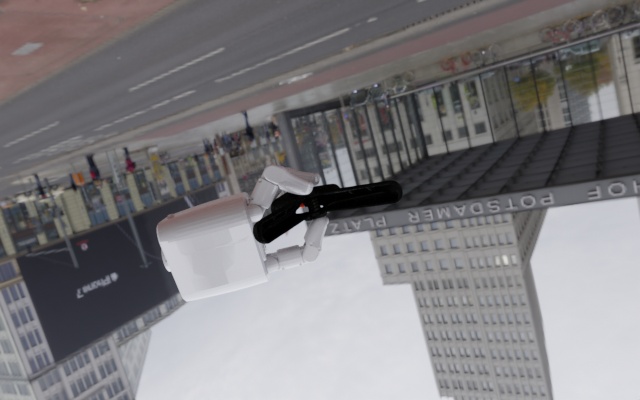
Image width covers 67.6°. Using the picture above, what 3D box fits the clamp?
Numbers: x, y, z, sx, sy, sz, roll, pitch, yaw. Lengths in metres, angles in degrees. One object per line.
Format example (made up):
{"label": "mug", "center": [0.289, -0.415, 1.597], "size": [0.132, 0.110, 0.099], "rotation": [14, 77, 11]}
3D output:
{"label": "clamp", "center": [0.000, 0.003, 0.583], "size": [0.164, 0.036, 0.210], "rotation": [-15, 8, -5]}
